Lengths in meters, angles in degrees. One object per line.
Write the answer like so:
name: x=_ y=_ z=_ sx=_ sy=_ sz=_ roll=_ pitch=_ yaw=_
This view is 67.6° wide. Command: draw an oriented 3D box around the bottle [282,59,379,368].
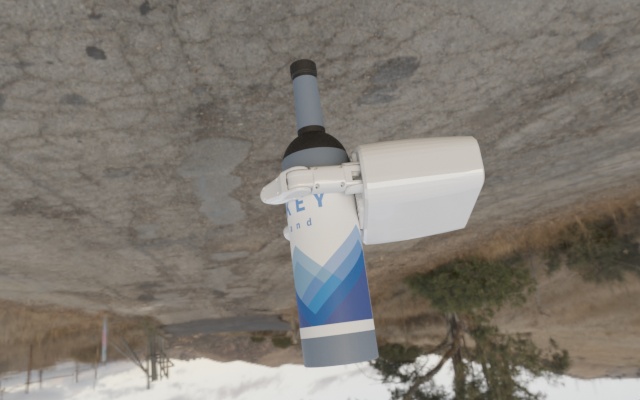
bottle: x=0.000 y=0.002 z=0.458 sx=0.069 sy=0.295 sz=0.069 roll=-7 pitch=-15 yaw=-2
